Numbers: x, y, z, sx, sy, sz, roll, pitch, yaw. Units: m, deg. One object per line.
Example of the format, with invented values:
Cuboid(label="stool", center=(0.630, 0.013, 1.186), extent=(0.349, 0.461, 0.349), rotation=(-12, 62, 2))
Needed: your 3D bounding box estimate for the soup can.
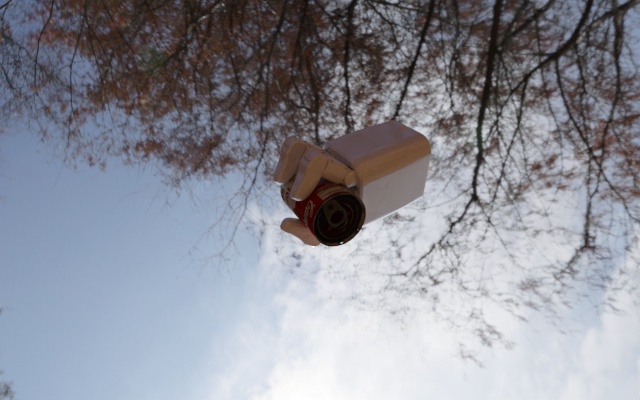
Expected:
Cuboid(label="soup can", center=(0.000, 0.002, 0.580), extent=(0.068, 0.068, 0.102), rotation=(0, 25, -29))
